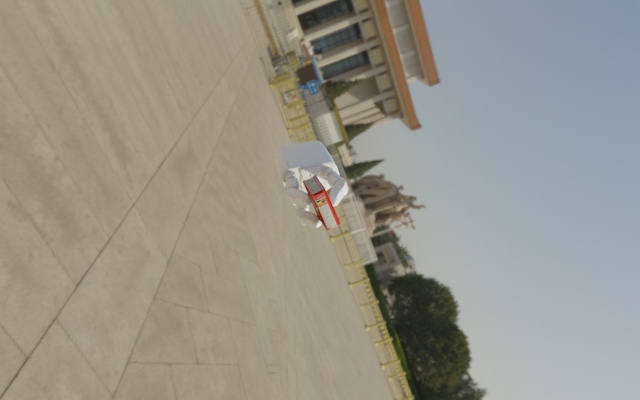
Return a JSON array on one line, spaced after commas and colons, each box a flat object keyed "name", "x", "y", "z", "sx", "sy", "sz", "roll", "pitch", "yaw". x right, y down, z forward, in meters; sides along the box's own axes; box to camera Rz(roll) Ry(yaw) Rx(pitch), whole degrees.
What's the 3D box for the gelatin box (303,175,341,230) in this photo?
[{"name": "gelatin box", "x": 0.001, "y": 0.003, "z": 0.856, "sx": 0.030, "sy": 0.073, "sz": 0.089, "roll": -25, "pitch": 23, "yaw": -4}]
